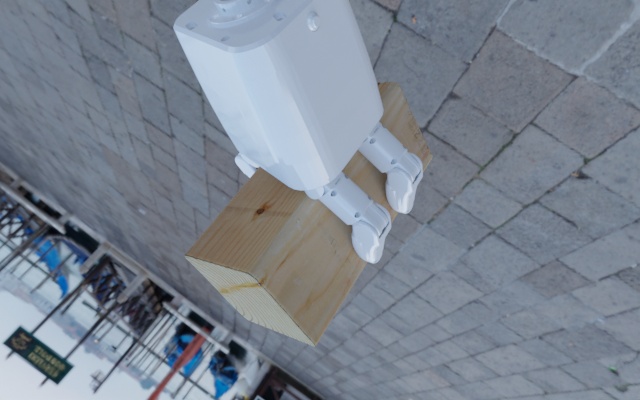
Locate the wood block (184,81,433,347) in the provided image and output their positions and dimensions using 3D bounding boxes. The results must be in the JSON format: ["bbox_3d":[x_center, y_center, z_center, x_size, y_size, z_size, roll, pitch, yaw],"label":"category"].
[{"bbox_3d":[0.000,0.001,0.404,0.091,0.206,0.090,5,-41,45],"label":"wood block"}]
